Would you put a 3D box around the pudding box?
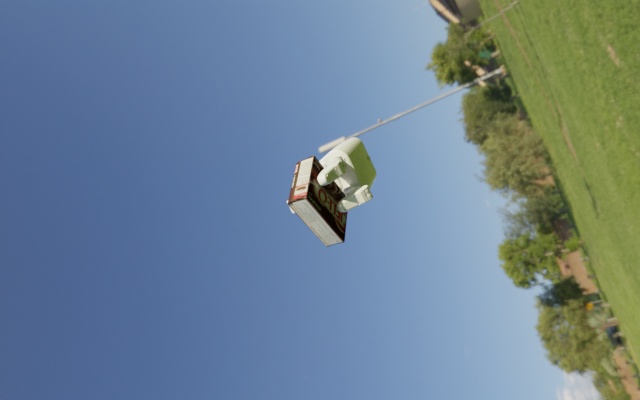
[{"bbox_3d":[0.000,0.002,0.729,0.039,0.090,0.113,-21,-50,28],"label":"pudding box"}]
